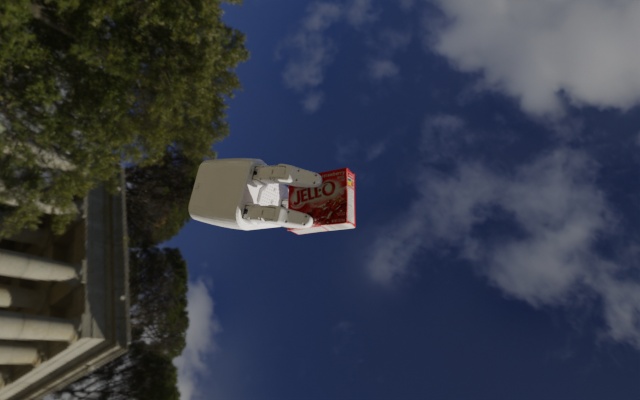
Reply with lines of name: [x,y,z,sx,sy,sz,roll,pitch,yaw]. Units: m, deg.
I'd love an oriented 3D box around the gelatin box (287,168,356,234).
gelatin box: [0.001,0.002,0.619,0.089,0.073,0.030,-8,-20,27]
